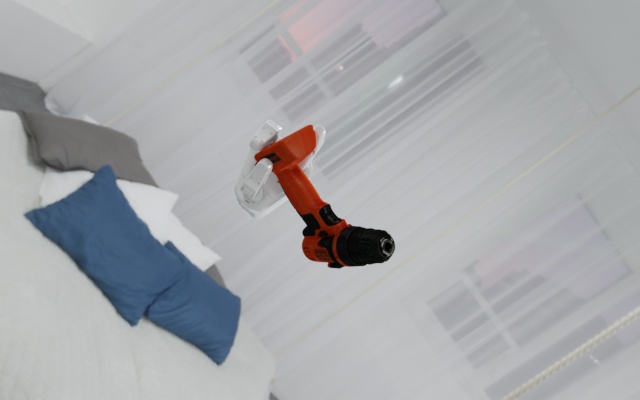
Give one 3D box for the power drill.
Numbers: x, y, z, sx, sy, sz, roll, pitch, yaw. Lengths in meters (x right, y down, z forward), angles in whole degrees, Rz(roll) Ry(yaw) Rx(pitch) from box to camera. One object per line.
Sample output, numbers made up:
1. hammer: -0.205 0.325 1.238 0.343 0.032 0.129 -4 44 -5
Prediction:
1. power drill: 0.000 0.002 0.608 0.057 0.188 0.184 -33 11 -29
